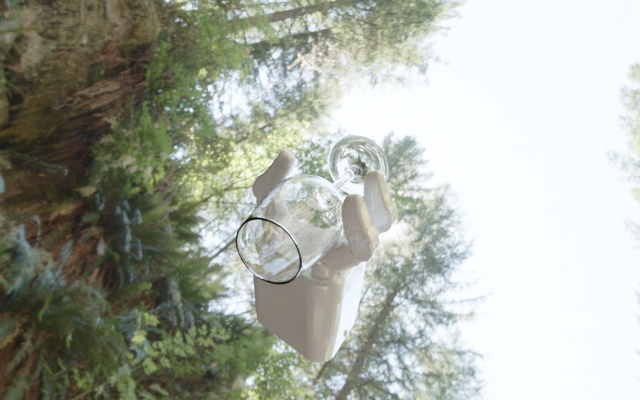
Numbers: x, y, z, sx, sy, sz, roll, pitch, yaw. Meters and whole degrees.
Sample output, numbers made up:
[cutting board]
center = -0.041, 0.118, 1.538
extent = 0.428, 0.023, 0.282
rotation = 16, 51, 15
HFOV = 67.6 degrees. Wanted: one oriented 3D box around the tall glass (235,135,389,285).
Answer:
[tall glass]
center = 0.000, 0.001, 0.463
extent = 0.079, 0.079, 0.201
rotation = 0, 24, 28
